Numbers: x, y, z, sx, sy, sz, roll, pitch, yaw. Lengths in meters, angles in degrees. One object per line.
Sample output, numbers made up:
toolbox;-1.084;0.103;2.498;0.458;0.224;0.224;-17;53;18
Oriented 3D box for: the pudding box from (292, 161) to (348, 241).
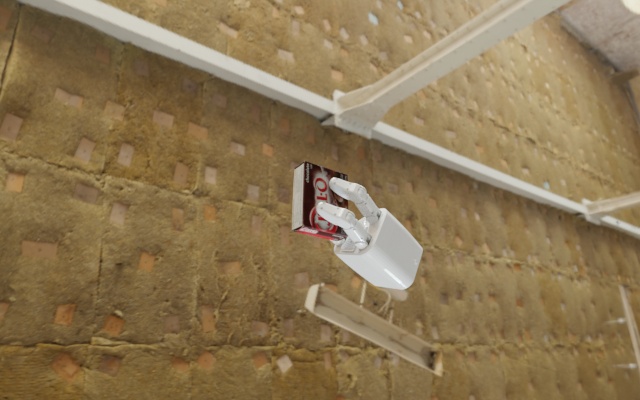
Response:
pudding box;0.000;0.003;0.768;0.090;0.113;0.039;16;-28;-35
